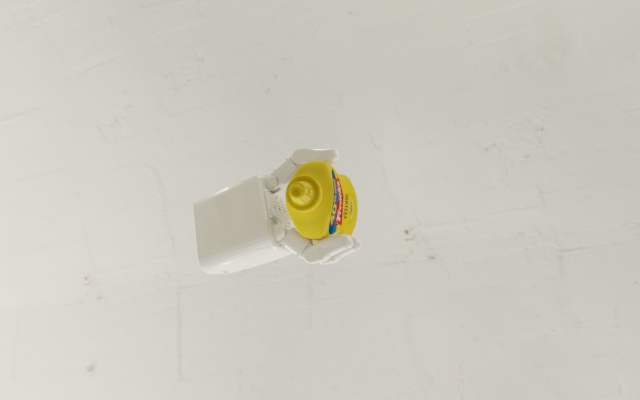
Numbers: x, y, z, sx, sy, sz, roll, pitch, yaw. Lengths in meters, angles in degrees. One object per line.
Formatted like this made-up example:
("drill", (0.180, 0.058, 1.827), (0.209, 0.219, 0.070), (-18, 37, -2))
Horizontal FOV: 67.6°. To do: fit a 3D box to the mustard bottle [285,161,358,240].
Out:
("mustard bottle", (0.000, 0.002, 0.594), (0.058, 0.096, 0.191), (3, -7, 17))
